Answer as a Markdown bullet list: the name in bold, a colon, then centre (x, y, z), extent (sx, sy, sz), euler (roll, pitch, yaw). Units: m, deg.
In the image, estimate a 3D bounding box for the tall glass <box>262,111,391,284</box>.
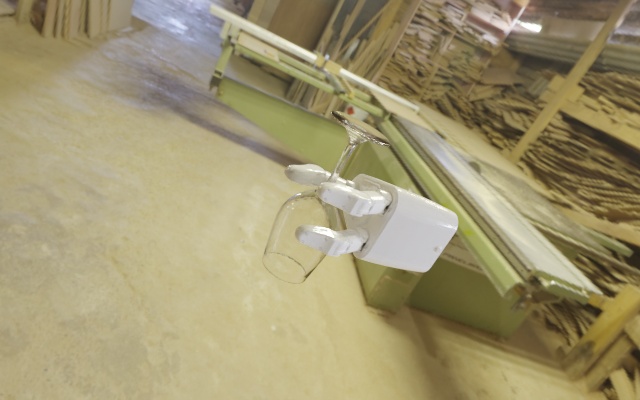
- **tall glass**: centre (0.000, 0.001, 0.558), extent (0.079, 0.201, 0.079), euler (25, 21, -10)
